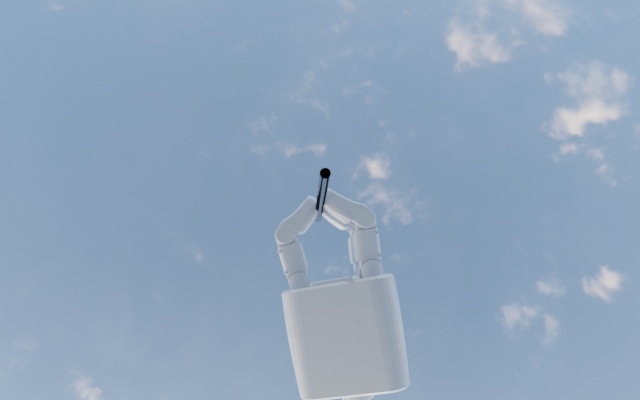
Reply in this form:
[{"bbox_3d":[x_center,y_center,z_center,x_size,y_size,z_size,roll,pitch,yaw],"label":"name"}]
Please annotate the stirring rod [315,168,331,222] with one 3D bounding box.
[{"bbox_3d":[0.000,0.002,0.459,0.011,0.011,0.239,0,-10,-2],"label":"stirring rod"}]
